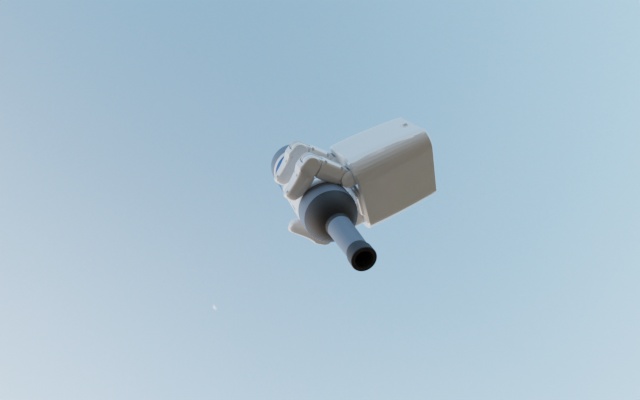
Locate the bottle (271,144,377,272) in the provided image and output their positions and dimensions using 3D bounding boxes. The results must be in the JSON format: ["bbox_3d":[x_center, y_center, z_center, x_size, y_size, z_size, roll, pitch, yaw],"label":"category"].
[{"bbox_3d":[0.000,0.002,0.591,0.069,0.069,0.295,0,22,-18],"label":"bottle"}]
